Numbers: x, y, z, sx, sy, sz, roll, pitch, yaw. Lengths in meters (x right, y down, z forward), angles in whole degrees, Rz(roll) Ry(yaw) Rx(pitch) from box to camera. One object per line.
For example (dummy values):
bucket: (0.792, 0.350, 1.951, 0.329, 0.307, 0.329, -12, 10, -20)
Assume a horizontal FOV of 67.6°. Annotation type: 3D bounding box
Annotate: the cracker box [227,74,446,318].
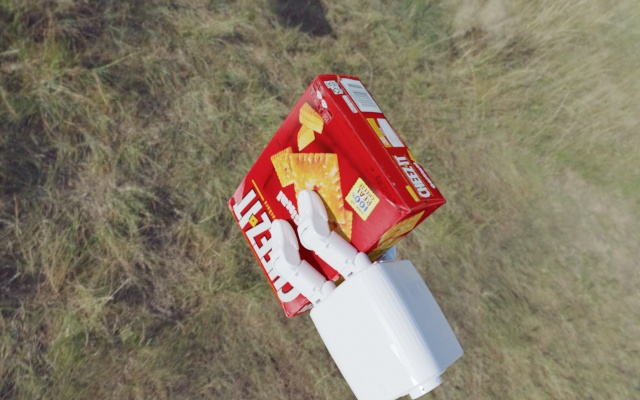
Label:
cracker box: (0.000, 0.002, 0.505, 0.072, 0.164, 0.214, -10, -29, -45)
